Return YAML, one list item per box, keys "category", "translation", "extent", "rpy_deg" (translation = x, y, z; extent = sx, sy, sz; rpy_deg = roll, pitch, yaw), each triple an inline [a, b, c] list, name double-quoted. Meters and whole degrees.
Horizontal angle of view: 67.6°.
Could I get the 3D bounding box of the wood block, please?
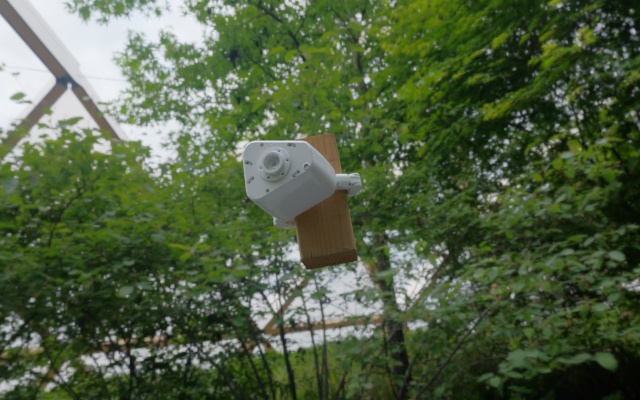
- category: "wood block"
  translation: [0.000, 0.002, 0.809]
  extent: [0.091, 0.206, 0.090]
  rpy_deg: [-10, -19, 3]
